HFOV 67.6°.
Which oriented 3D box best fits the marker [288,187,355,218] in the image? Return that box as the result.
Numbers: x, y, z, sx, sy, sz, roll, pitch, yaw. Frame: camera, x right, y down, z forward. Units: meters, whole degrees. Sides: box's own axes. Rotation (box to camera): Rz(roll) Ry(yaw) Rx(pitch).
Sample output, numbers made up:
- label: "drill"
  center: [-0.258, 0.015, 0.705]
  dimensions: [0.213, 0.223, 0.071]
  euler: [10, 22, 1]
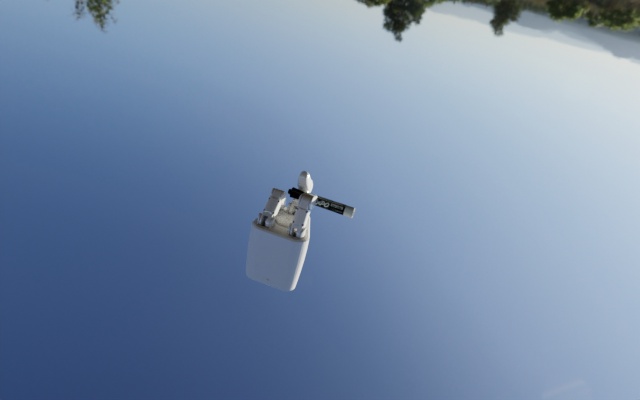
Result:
- label: "marker"
  center: [0.000, 0.003, 0.826]
  dimensions: [0.121, 0.020, 0.020]
  euler: [19, 3, 10]
